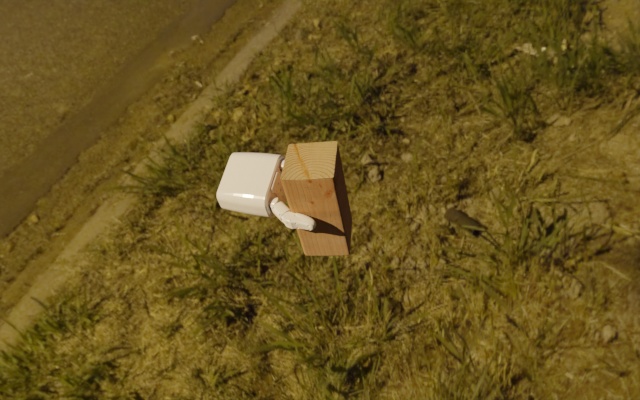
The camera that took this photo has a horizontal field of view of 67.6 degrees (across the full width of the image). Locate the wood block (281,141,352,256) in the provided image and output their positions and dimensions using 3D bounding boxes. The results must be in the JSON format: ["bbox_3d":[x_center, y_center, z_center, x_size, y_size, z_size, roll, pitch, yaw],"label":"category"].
[{"bbox_3d":[0.000,0.003,0.862,0.090,0.090,0.206,-2,-43,12],"label":"wood block"}]
